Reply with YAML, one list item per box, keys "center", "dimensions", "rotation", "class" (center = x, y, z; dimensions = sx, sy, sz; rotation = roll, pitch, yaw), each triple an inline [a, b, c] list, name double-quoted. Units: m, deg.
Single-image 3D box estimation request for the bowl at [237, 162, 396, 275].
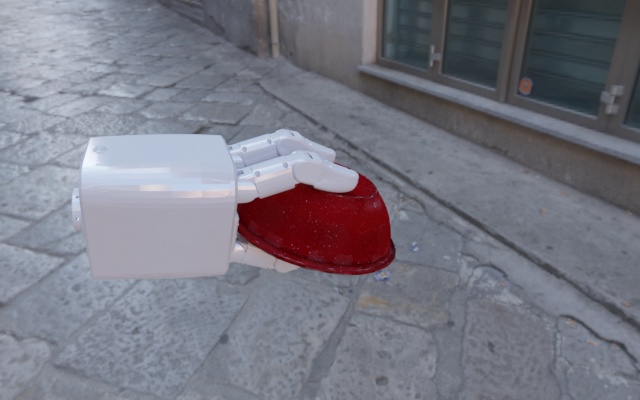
- center: [0.001, 0.001, 0.439]
  dimensions: [0.162, 0.055, 0.162]
  rotation: [15, 21, -6]
  class: "bowl"
